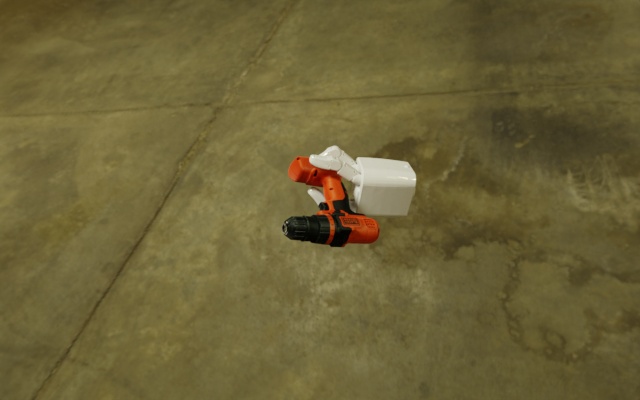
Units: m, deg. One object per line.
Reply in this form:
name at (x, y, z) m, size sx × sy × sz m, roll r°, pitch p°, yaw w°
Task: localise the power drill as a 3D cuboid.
power drill at (0.000, 0.002, 0.867) m, size 0.184 × 0.187 × 0.057 m, roll 6°, pitch -45°, yaw -30°
